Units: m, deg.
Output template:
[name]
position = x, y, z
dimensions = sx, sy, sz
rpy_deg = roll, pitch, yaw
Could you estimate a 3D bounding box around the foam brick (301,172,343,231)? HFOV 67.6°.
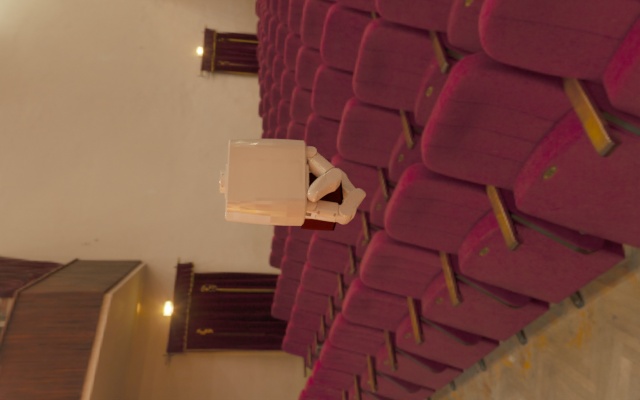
[foam brick]
position = 0.000, 0.003, 0.701
dimensions = 0.051, 0.053, 0.078
rpy_deg = 2, -35, -9
